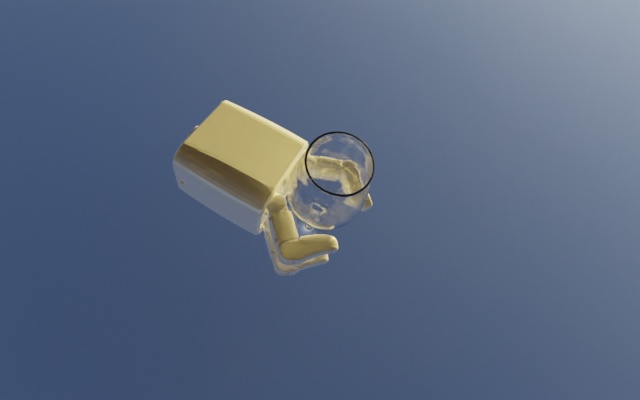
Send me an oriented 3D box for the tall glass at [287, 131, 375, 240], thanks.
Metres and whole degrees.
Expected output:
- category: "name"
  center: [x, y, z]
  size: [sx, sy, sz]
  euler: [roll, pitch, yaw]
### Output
- category: "tall glass"
  center: [0.000, 0.002, 0.501]
  size: [0.079, 0.079, 0.201]
  euler: [0, -20, -11]
